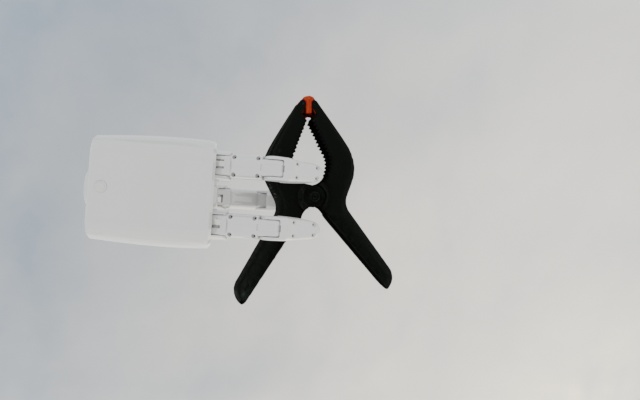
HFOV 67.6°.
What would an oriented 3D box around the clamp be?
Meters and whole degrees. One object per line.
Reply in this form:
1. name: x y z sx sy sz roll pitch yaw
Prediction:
1. clamp: 0.000 0.001 0.491 0.164 0.210 0.036 4 -2 -16
